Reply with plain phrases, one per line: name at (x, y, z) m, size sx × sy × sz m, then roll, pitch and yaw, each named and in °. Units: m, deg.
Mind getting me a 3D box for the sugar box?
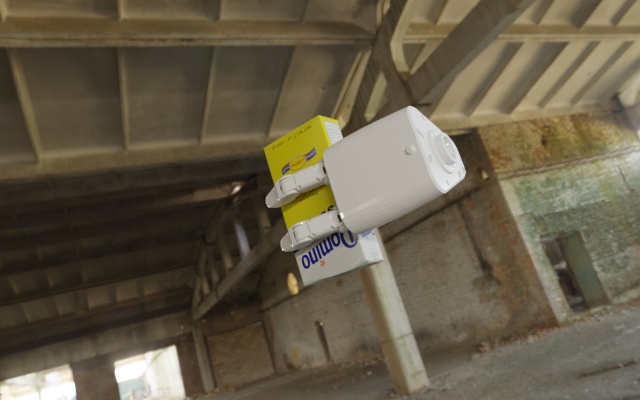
sugar box at (0.000, 0.002, 0.555) m, size 0.093 × 0.176 × 0.048 m, roll -27°, pitch -18°, yaw 33°
